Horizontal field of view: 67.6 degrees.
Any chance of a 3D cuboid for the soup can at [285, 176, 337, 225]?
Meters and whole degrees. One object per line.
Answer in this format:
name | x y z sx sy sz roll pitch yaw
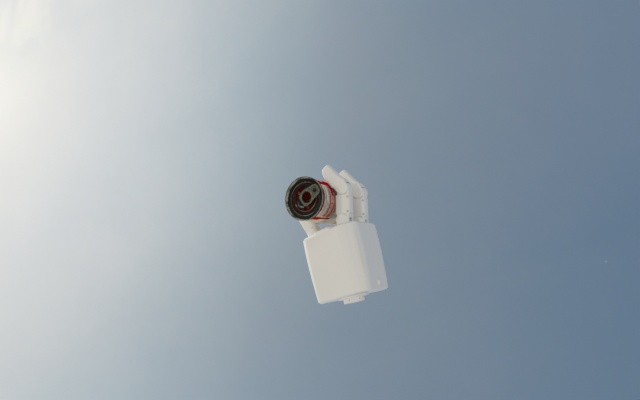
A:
soup can | 0.000 0.002 0.762 0.068 0.068 0.102 0 -6 31
